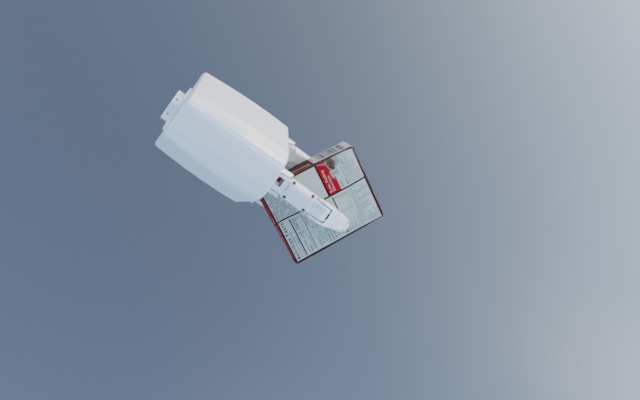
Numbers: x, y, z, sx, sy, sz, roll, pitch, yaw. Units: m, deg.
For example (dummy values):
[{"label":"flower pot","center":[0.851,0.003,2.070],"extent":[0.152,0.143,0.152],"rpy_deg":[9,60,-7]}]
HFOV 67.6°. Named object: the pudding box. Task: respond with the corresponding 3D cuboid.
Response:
[{"label":"pudding box","center":[0.000,0.002,0.515],"extent":[0.113,0.090,0.039],"rpy_deg":[-27,18,-6]}]
